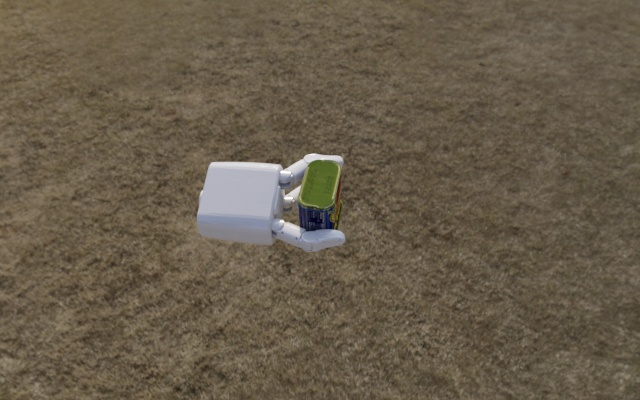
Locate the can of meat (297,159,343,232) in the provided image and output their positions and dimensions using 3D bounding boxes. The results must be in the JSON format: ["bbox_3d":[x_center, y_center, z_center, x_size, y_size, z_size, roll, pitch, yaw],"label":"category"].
[{"bbox_3d":[0.000,0.002,0.691,0.057,0.102,0.084,7,-42,7],"label":"can of meat"}]
